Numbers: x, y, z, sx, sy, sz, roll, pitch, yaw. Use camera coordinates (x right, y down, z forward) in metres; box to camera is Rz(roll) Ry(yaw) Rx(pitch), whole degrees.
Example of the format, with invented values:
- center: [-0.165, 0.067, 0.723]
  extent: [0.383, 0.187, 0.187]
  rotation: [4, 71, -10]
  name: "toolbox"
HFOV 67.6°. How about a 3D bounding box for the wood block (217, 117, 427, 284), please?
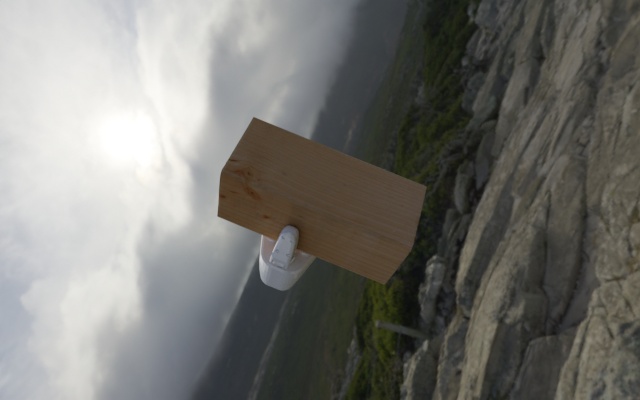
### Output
- center: [0.000, 0.002, 0.533]
  extent: [0.206, 0.090, 0.090]
  rotation: [22, -37, 0]
  name: "wood block"
